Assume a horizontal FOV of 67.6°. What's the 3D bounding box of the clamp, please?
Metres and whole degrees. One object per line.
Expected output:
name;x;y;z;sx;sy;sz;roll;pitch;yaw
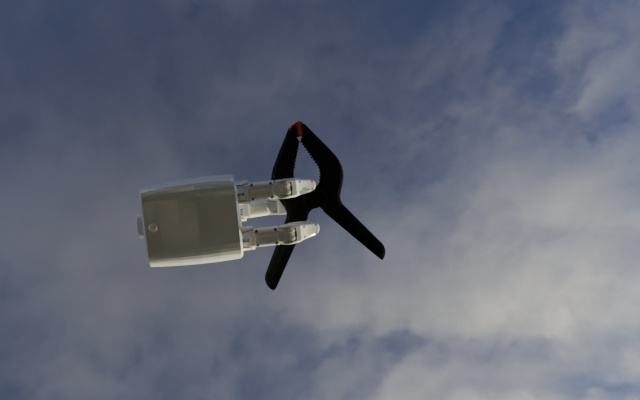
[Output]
clamp;0.000;0.001;0.622;0.164;0.210;0.036;-7;4;-15
